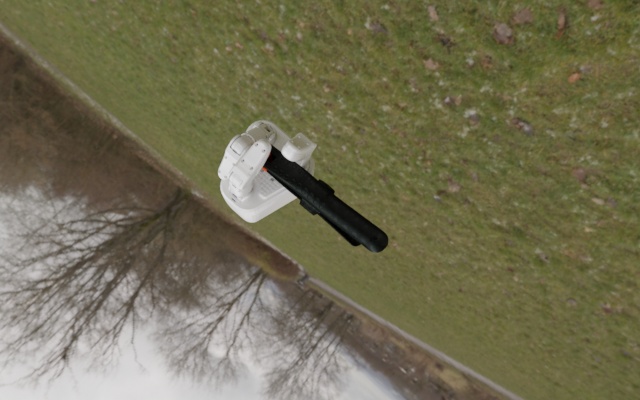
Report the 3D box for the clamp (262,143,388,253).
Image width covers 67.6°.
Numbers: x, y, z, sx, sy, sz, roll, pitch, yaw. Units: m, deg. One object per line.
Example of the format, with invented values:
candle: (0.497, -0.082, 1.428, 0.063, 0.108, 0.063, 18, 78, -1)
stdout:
clamp: (0.000, 0.002, 0.548, 0.171, 0.039, 0.120, 41, -12, 4)
